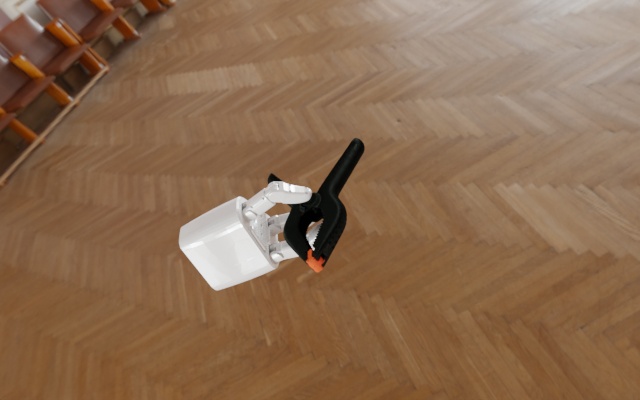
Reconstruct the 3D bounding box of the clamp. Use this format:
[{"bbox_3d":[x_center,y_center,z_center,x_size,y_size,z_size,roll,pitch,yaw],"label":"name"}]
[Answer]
[{"bbox_3d":[0.000,0.002,0.670,0.164,0.209,0.036,-26,-48,16],"label":"clamp"}]
